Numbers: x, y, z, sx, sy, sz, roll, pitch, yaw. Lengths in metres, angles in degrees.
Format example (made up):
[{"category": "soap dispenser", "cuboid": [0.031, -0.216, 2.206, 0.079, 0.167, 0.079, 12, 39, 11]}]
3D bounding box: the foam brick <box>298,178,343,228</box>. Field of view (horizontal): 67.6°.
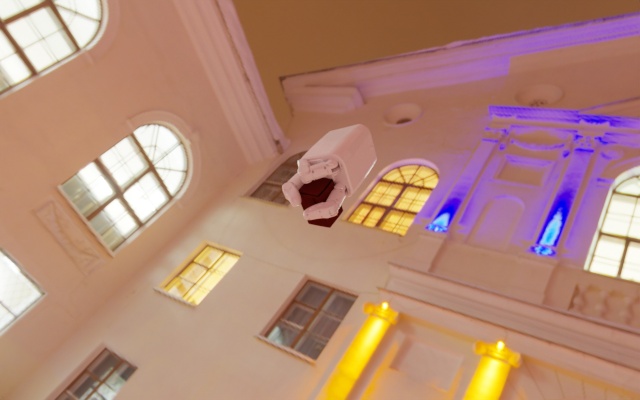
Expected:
[{"category": "foam brick", "cuboid": [0.000, 0.003, 0.879, 0.053, 0.078, 0.051, 11, 46, 34]}]
